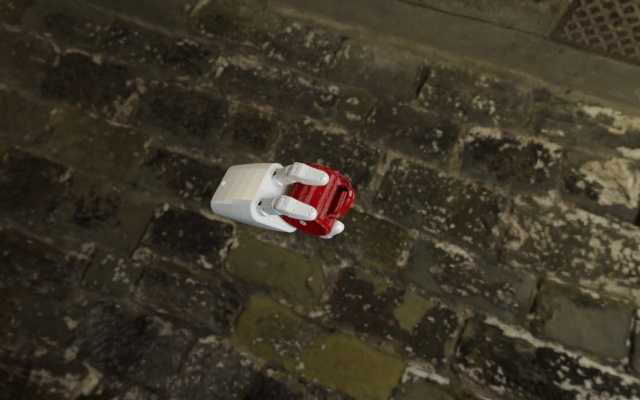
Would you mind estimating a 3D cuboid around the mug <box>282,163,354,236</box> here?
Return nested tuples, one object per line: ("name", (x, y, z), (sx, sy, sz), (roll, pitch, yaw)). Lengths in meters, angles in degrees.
("mug", (0.001, 0.003, 0.722), (0.117, 0.081, 0.093), (3, -29, 41))
